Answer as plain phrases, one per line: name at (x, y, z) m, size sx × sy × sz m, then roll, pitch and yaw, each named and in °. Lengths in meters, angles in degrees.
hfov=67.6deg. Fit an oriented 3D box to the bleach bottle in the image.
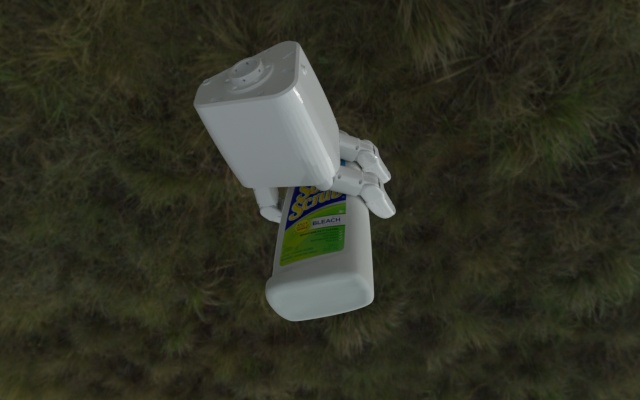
bleach bottle at (0.000, 0.002, 0.526) m, size 0.102 × 0.250 × 0.068 m, roll -14°, pitch -46°, yaw 13°
